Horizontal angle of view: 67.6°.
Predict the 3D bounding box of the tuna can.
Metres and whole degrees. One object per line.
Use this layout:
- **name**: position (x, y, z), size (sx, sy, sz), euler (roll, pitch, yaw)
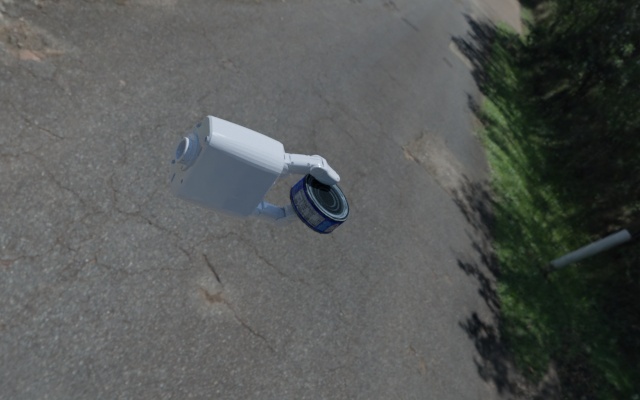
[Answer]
- **tuna can**: position (0.001, 0.002, 0.667), size (0.034, 0.086, 0.086), euler (-39, -23, 30)
